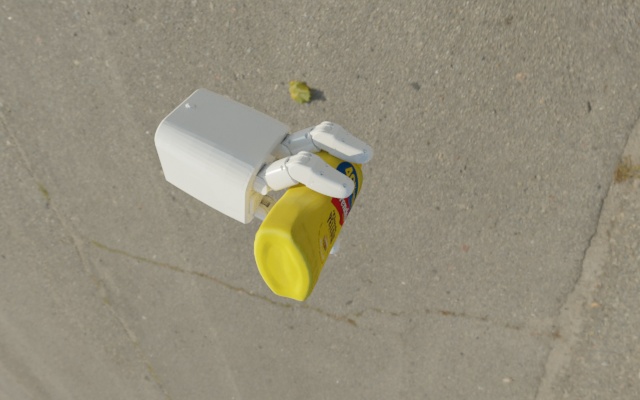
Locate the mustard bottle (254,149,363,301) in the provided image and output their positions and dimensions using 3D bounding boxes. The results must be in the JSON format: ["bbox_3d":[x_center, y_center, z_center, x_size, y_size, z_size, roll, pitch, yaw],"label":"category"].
[{"bbox_3d":[0.000,0.002,0.491,0.058,0.096,0.191,9,43,21],"label":"mustard bottle"}]
